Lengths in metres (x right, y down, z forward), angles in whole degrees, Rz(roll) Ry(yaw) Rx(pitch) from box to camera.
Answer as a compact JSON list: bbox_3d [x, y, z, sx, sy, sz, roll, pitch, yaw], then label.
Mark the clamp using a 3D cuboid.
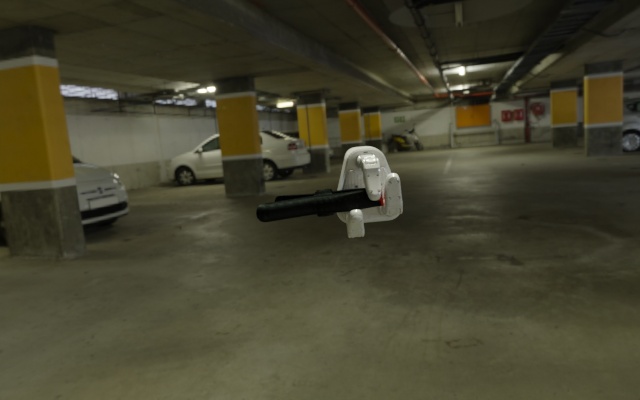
[{"bbox_3d":[0.000,0.002,0.675,0.171,0.039,0.120,-5,12,-1],"label":"clamp"}]
